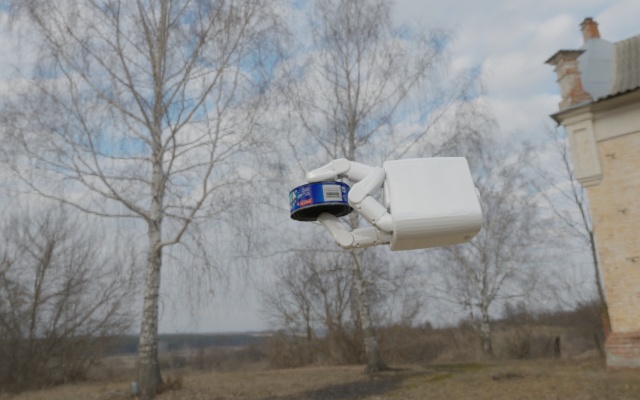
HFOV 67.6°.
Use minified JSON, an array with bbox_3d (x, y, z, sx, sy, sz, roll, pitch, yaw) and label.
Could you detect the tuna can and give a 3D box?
[{"bbox_3d":[0.000,0.002,0.645,0.086,0.033,0.086,-7,-16,-2],"label":"tuna can"}]
